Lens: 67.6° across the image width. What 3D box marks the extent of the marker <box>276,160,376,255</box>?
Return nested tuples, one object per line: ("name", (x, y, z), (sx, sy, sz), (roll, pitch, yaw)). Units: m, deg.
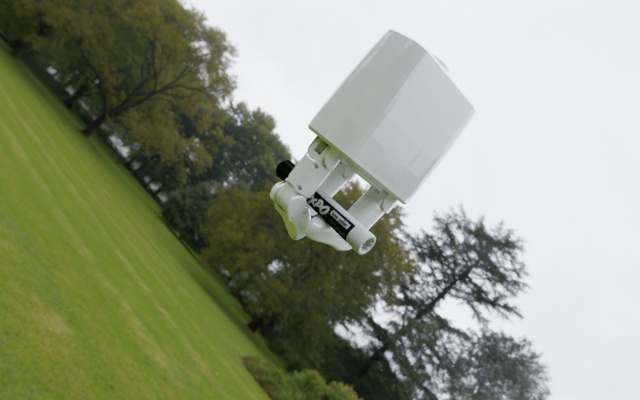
("marker", (0.000, 0.001, 0.405), (0.020, 0.020, 0.121), (0, 34, -47))
